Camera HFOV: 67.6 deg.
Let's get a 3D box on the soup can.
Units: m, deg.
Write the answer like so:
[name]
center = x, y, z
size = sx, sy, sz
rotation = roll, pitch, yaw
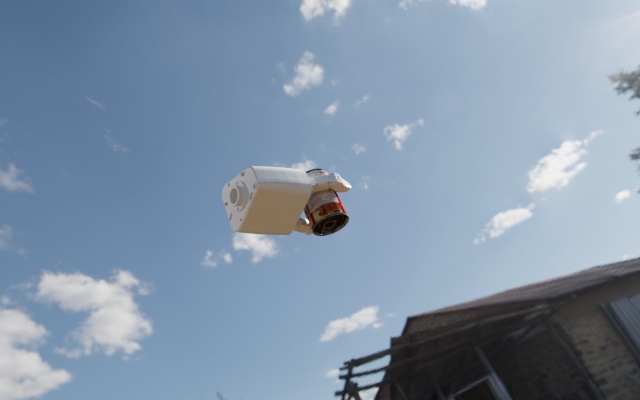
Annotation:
[soup can]
center = 0.000, 0.003, 0.847
size = 0.068, 0.102, 0.068
rotation = -18, -30, -11
